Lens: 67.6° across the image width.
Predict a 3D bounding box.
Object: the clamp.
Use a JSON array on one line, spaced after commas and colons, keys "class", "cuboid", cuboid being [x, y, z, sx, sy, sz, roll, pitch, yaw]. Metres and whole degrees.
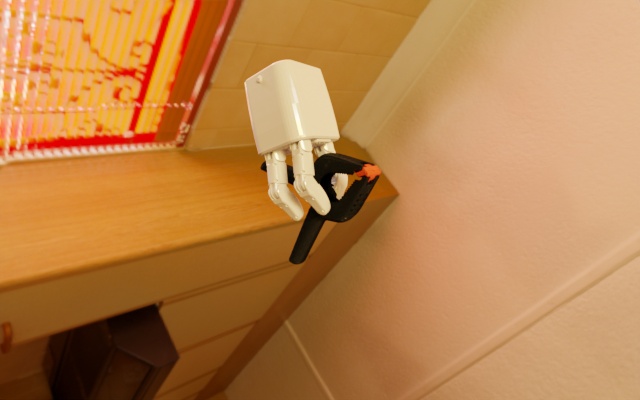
[{"class": "clamp", "cuboid": [0.001, 0.002, 0.663, 0.036, 0.164, 0.210, -14, 0, -44]}]
